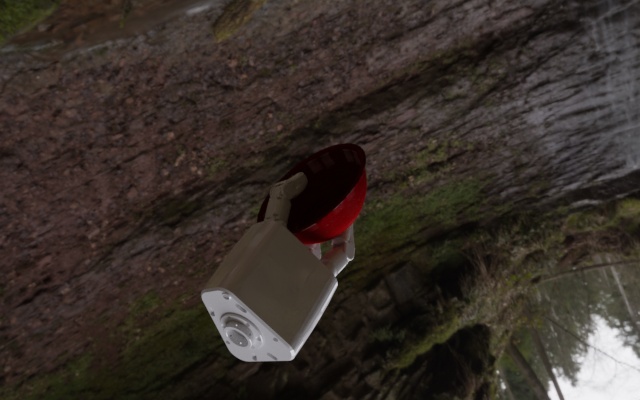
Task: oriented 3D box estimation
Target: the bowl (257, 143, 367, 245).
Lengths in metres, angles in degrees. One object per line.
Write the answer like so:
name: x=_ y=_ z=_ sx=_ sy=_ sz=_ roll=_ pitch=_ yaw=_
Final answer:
bowl: x=0.001 y=0.001 z=0.599 sx=0.162 sy=0.162 sz=0.055 roll=0 pitch=-43 yaw=50
